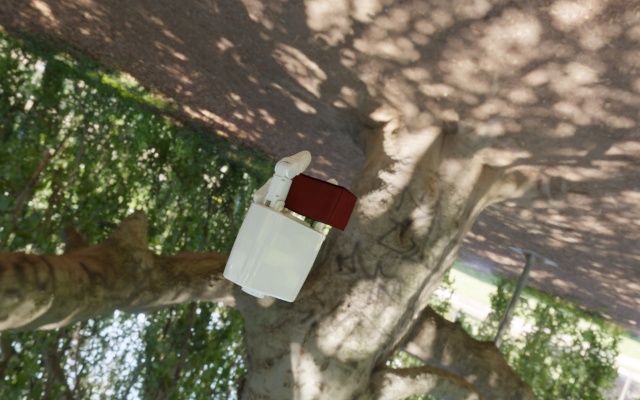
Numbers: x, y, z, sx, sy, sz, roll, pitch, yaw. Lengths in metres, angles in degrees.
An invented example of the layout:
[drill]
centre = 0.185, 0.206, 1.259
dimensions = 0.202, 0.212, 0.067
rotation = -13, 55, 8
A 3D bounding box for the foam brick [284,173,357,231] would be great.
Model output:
[foam brick]
centre = 0.000, 0.002, 0.643
dimensions = 0.078, 0.051, 0.053
rotation = 19, -7, 31
